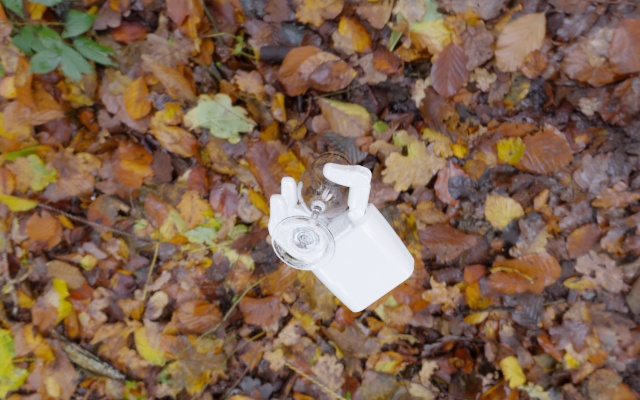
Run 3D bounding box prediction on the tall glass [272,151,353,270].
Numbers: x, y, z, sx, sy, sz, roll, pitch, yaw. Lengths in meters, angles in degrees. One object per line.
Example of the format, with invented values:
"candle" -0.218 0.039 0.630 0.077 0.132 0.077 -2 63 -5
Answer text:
"tall glass" 0.000 0.002 0.625 0.079 0.079 0.201 0 29 13
